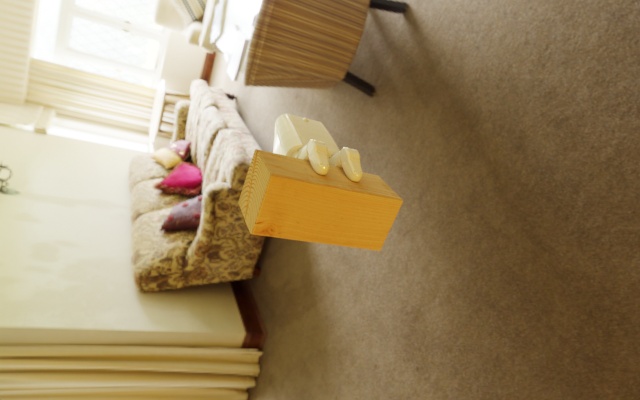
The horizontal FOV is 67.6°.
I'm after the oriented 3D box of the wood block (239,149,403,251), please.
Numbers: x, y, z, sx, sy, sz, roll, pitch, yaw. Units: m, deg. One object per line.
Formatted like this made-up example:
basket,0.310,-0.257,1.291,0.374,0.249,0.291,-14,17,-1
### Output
wood block,0.000,0.002,0.688,0.206,0.091,0.090,10,24,-27
